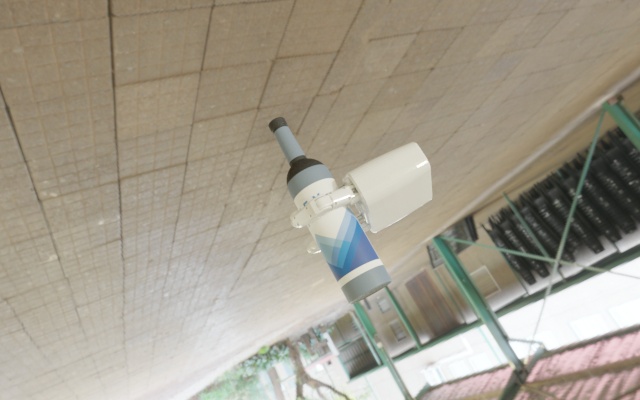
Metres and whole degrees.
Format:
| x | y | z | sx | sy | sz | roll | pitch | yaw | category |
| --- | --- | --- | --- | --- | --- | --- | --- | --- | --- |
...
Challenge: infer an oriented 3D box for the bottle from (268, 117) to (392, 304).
| x | y | z | sx | sy | sz | roll | pitch | yaw | category |
| --- | --- | --- | --- | --- | --- | --- | --- | --- | --- |
| 0.000 | 0.003 | 0.689 | 0.069 | 0.295 | 0.069 | -26 | -18 | -9 | bottle |
